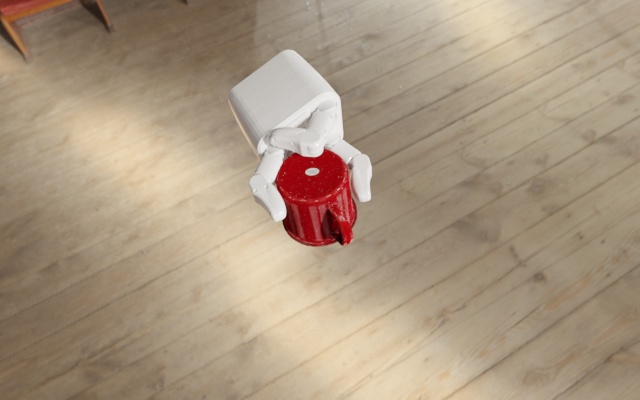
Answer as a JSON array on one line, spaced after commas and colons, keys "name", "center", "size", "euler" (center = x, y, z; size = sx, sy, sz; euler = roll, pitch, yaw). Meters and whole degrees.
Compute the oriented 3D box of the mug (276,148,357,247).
[{"name": "mug", "center": [0.001, 0.003, 0.545], "size": [0.093, 0.117, 0.082], "euler": [-27, -35, -12]}]
